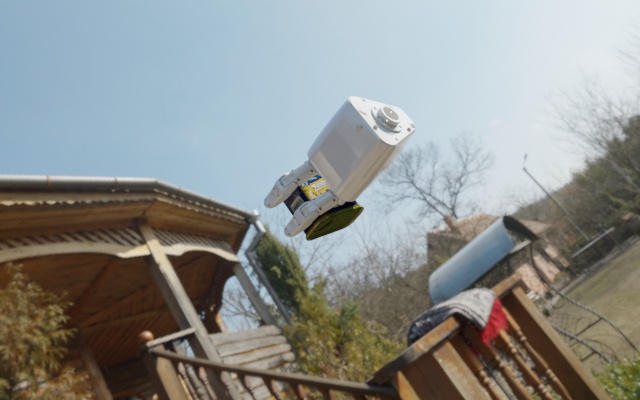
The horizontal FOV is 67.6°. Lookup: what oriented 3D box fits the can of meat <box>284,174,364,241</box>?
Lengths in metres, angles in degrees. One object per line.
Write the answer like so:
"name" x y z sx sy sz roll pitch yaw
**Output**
"can of meat" 0.000 0.002 0.706 0.102 0.084 0.057 -16 -27 -43
